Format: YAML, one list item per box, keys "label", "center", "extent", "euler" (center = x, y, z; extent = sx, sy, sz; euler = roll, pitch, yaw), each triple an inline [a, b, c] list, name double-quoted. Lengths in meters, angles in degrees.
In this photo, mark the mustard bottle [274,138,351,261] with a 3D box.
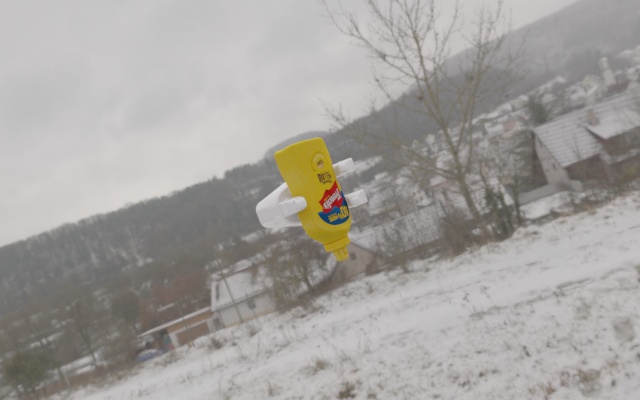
- label: "mustard bottle"
  center: [0.000, 0.002, 0.738]
  extent: [0.058, 0.191, 0.096]
  euler: [-20, 2, 36]
